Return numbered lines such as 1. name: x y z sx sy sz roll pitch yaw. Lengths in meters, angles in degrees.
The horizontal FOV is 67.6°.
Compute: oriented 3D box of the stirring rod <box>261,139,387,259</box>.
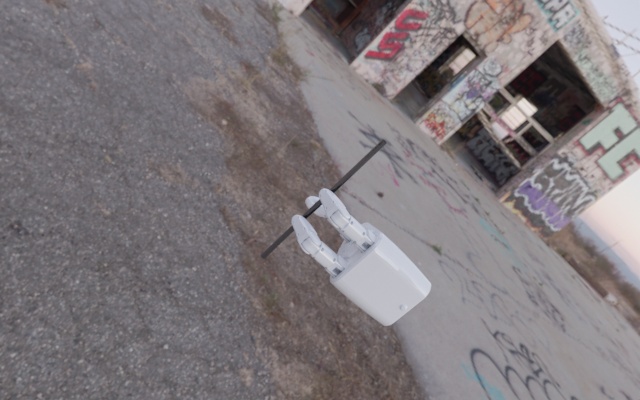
1. stirring rod: 0.000 0.002 0.657 0.239 0.011 0.011 -44 -15 16
